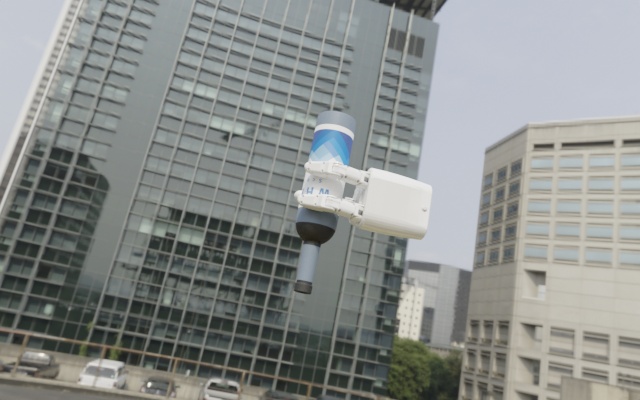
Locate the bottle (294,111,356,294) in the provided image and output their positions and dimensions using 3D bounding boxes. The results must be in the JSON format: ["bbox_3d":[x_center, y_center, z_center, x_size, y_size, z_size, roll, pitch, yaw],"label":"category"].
[{"bbox_3d":[0.000,0.002,0.771,0.069,0.295,0.069,11,-16,3],"label":"bottle"}]
